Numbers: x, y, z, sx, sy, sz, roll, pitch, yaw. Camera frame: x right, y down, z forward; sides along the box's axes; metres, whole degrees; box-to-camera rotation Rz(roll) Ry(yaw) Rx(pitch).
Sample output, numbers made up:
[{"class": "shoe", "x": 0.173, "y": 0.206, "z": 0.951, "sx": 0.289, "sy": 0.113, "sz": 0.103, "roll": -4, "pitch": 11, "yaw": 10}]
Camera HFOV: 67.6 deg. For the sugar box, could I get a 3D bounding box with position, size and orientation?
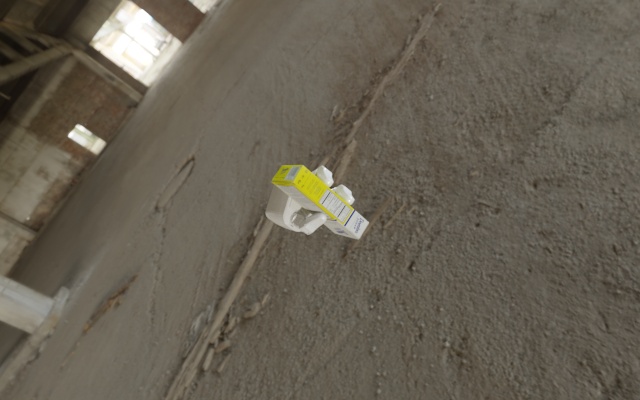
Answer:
[{"class": "sugar box", "x": 0.000, "y": 0.002, "z": 0.888, "sx": 0.176, "sy": 0.048, "sz": 0.093, "roll": 38, "pitch": -14, "yaw": -26}]
